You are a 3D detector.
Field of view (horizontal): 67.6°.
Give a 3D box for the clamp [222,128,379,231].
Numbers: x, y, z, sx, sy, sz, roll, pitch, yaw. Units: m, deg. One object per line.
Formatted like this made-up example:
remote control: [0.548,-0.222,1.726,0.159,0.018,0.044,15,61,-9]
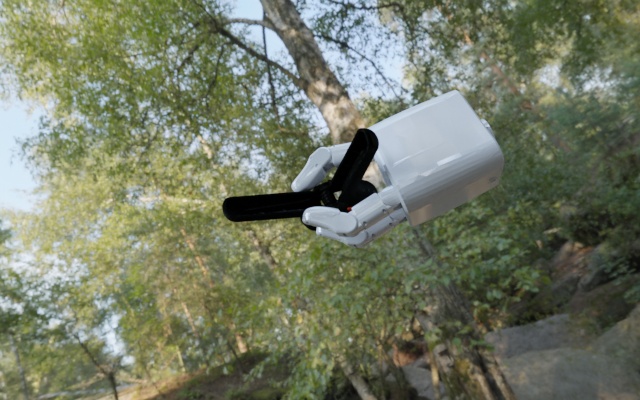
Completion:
clamp: [0.000,0.001,0.527,0.164,0.036,0.210,-23,-21,8]
